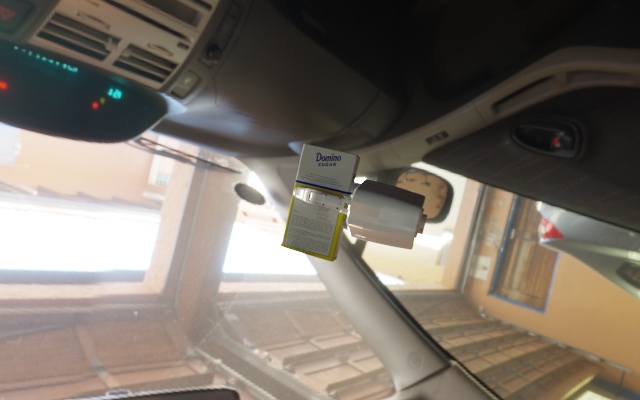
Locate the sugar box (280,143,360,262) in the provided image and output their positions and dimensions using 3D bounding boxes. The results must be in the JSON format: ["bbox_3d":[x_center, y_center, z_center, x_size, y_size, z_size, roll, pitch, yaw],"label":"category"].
[{"bbox_3d":[0.000,0.003,0.784,0.093,0.176,0.048,14,0,12],"label":"sugar box"}]
